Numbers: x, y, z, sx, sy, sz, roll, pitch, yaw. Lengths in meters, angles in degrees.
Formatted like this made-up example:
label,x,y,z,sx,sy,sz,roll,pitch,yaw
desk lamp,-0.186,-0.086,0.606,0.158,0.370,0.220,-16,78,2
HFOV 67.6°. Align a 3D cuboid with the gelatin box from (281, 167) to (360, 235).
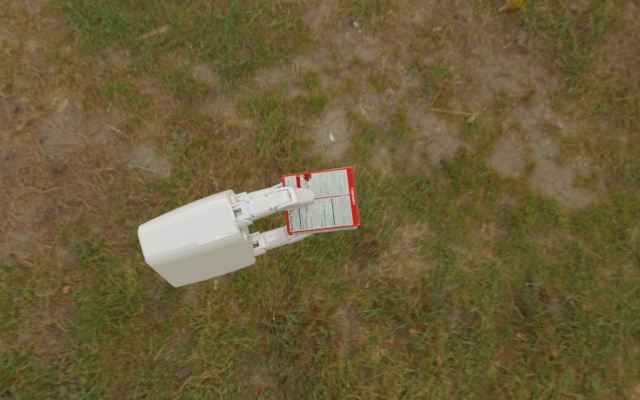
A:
label,x,y,z,sx,sy,sz,roll,pitch,yaw
gelatin box,0.000,0.002,0.584,0.089,0.073,0.030,-7,-11,2
